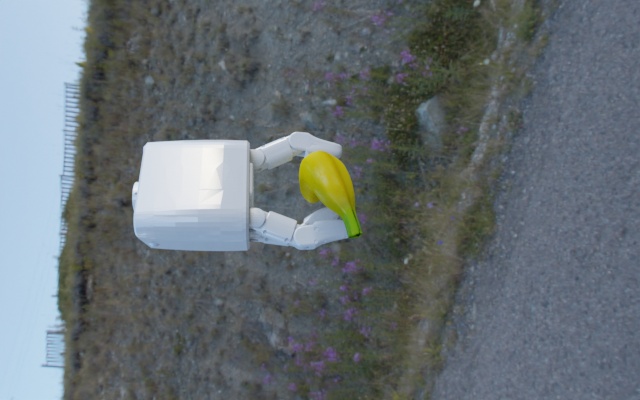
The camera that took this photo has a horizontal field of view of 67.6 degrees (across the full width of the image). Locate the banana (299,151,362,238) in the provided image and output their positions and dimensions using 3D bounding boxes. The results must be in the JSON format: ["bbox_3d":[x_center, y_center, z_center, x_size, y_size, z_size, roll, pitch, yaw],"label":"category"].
[{"bbox_3d":[0.000,-0.016,0.479,0.037,0.069,0.197,-4,10,-9],"label":"banana"}]
